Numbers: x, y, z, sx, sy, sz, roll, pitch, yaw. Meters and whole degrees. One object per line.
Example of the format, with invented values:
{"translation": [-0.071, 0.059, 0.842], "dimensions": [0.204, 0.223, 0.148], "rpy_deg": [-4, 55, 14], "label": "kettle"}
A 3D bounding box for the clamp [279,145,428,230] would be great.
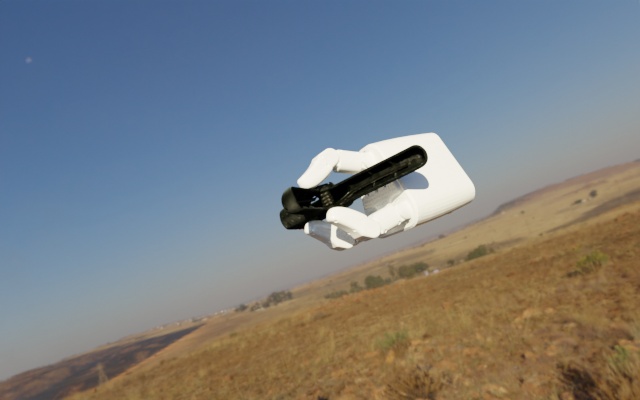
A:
{"translation": [0.000, 0.001, 0.535], "dimensions": [0.164, 0.036, 0.210], "rpy_deg": [-18, -8, -31], "label": "clamp"}
